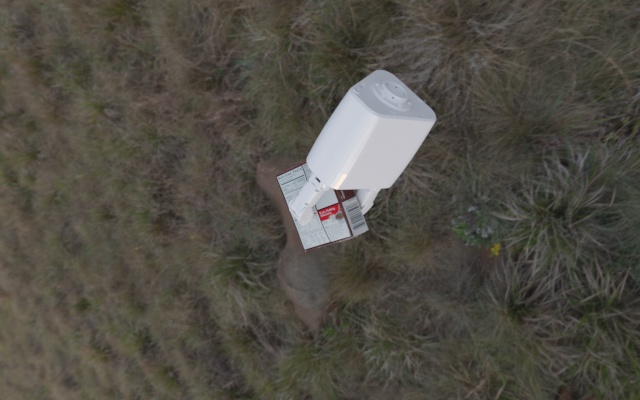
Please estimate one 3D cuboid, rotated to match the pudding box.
[{"bbox_3d":[0.000,0.002,0.619,0.090,0.113,0.039,-20,-1,42],"label":"pudding box"}]
